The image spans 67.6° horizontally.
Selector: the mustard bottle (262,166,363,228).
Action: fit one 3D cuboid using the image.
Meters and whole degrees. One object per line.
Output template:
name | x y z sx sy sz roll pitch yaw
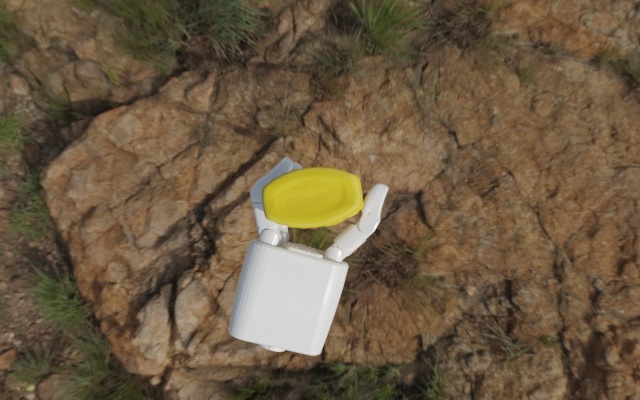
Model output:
mustard bottle | 0.000 0.001 0.540 0.096 0.058 0.191 -9 -4 5
